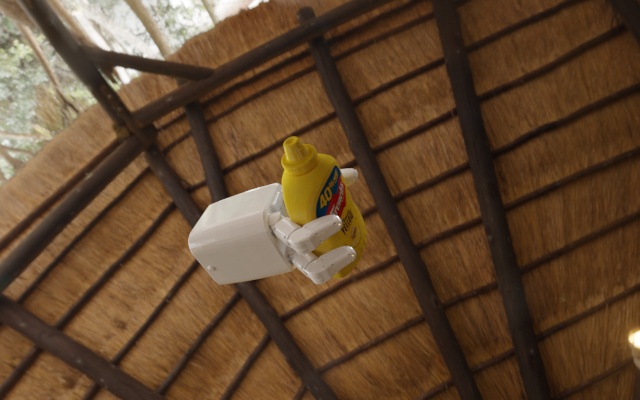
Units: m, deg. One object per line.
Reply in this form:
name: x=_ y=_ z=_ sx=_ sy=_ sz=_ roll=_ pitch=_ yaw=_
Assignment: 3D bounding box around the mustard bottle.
mustard bottle: x=0.000 y=0.002 z=0.576 sx=0.058 sy=0.096 sz=0.192 roll=3 pitch=-42 yaw=31
